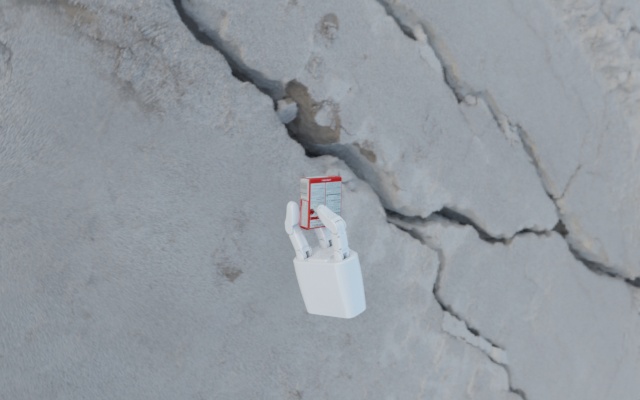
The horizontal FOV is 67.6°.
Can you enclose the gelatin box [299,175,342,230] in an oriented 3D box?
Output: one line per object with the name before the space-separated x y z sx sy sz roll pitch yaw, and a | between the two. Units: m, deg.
gelatin box | 0.000 0.002 0.828 0.073 0.089 0.030 -6 12 -38
